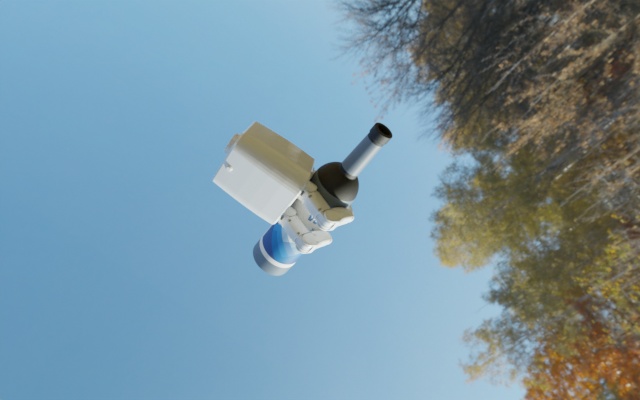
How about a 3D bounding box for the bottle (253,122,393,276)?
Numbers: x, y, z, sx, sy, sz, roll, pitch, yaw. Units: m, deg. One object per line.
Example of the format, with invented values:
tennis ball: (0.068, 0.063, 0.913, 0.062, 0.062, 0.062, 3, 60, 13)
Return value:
bottle: (0.000, 0.002, 0.679, 0.069, 0.069, 0.296, 0, -38, -43)
